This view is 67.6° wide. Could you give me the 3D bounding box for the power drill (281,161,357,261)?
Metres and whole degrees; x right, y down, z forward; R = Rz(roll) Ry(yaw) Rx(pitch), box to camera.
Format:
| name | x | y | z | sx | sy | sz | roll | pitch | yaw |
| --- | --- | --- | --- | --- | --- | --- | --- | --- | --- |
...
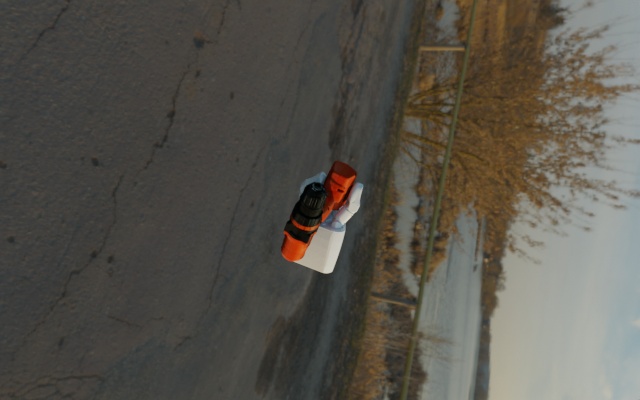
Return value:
| name | x | y | z | sx | sy | sz | roll | pitch | yaw |
| --- | --- | --- | --- | --- | --- | --- | --- | --- | --- |
| power drill | 0.000 | 0.003 | 0.878 | 0.057 | 0.185 | 0.187 | 33 | 43 | 9 |
